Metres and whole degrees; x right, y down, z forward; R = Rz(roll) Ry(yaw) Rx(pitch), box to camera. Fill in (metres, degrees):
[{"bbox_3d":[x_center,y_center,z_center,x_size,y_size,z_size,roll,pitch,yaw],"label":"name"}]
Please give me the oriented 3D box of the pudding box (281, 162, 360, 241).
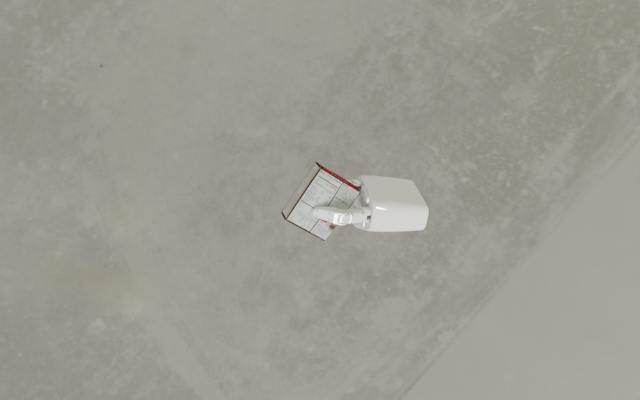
[{"bbox_3d":[0.000,0.003,0.827,0.090,0.113,0.039,30,10,-23],"label":"pudding box"}]
